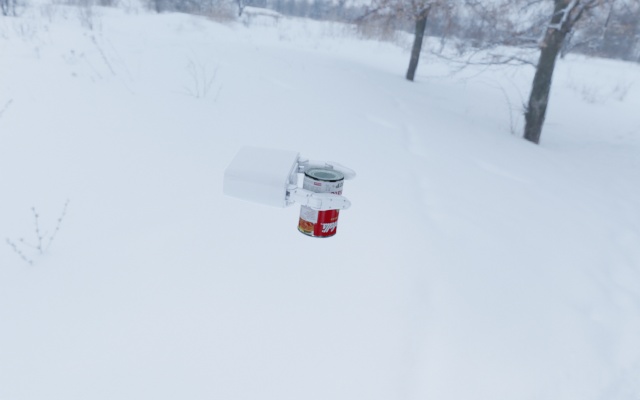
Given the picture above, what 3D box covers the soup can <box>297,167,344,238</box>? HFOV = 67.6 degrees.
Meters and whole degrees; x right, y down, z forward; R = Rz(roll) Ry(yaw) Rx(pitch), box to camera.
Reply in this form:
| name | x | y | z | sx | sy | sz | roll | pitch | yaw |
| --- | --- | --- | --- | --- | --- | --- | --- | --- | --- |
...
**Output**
| name | x | y | z | sx | sy | sz | roll | pitch | yaw |
| --- | --- | --- | --- | --- | --- | --- | --- | --- | --- |
| soup can | 0.001 | 0.002 | 0.794 | 0.068 | 0.102 | 0.068 | 7 | 20 | -2 |
